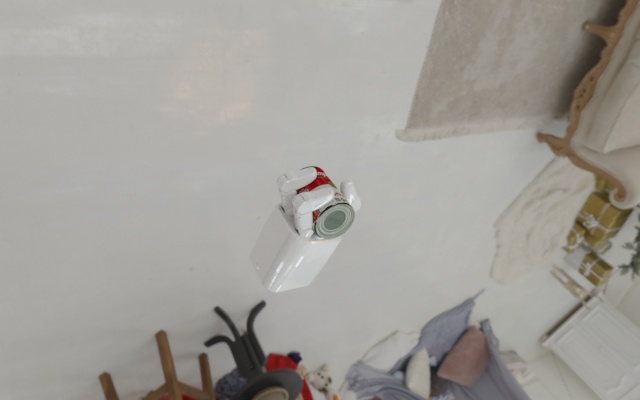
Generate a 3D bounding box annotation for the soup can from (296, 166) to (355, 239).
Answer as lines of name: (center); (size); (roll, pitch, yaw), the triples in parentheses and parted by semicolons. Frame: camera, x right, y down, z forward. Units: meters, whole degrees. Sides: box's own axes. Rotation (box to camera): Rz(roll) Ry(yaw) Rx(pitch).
soup can: (0.001, 0.002, 0.729); (0.068, 0.068, 0.102); (0, 35, -32)
